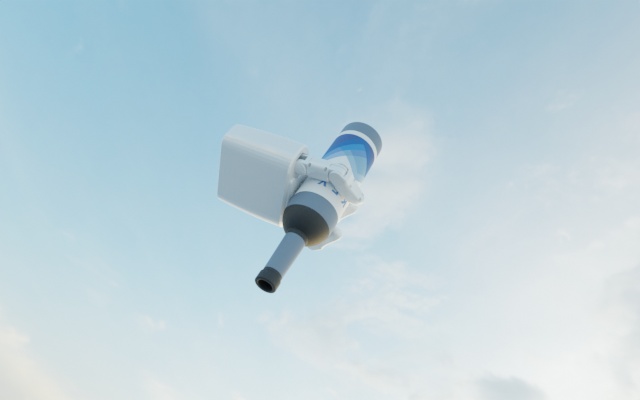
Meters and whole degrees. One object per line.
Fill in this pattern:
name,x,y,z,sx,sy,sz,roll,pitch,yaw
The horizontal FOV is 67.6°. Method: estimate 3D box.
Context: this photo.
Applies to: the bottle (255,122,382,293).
bottle,0.000,0.002,0.629,0.069,0.069,0.295,0,39,33
